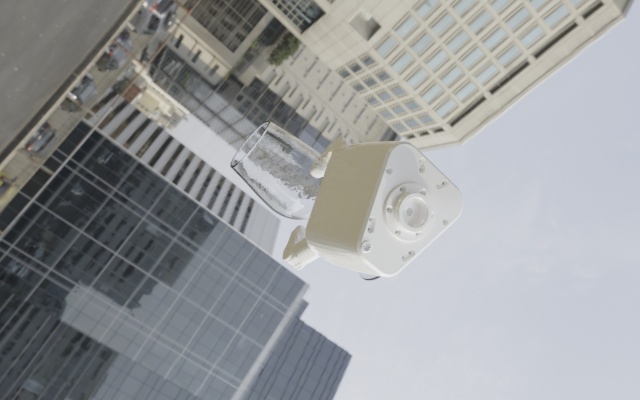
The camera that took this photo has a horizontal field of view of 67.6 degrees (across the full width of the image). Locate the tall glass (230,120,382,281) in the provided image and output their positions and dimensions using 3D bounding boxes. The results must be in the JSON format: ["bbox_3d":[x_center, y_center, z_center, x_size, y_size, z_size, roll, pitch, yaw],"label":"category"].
[{"bbox_3d":[0.000,0.002,0.518,0.201,0.079,0.079,39,-16,-20],"label":"tall glass"}]
